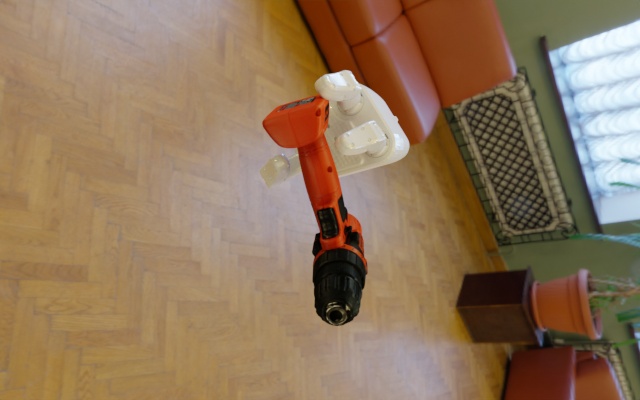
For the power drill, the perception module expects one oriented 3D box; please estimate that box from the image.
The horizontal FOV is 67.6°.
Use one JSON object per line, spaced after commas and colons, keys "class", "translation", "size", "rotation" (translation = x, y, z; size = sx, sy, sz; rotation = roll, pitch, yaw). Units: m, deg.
{"class": "power drill", "translation": [0.000, 0.001, 0.454], "size": [0.057, 0.188, 0.184], "rotation": [-13, 19, 7]}
